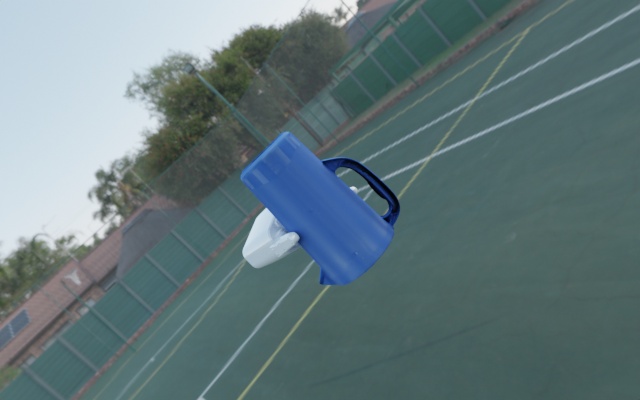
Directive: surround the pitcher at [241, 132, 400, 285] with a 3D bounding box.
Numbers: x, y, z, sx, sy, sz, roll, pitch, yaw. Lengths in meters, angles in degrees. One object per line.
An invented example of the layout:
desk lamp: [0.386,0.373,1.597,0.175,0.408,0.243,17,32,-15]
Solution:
pitcher: [0.000,0.003,0.765,0.145,0.243,0.149,-35,13,46]
